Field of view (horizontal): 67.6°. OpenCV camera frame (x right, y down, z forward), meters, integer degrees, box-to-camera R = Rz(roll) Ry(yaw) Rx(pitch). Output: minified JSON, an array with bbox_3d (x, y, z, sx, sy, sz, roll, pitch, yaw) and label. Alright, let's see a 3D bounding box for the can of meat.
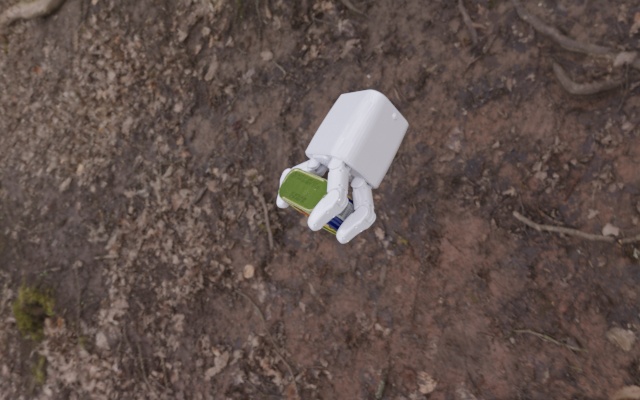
[{"bbox_3d":[0.000,0.002,0.677,0.102,0.057,0.084,25,-8,47],"label":"can of meat"}]
